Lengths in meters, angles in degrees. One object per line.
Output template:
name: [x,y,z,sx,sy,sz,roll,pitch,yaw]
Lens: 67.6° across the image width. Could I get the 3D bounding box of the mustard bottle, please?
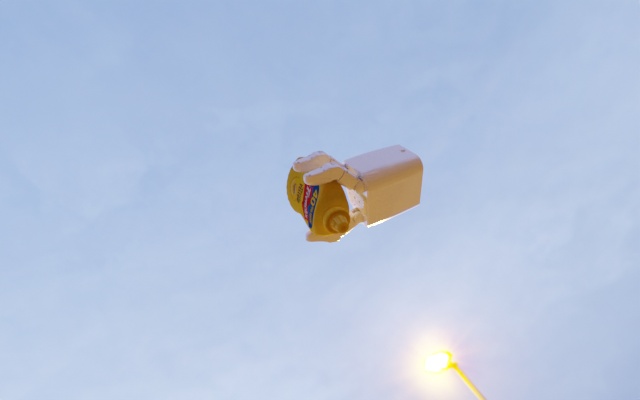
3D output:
mustard bottle: [0.000,0.002,0.768,0.058,0.096,0.191,3,22,-24]
